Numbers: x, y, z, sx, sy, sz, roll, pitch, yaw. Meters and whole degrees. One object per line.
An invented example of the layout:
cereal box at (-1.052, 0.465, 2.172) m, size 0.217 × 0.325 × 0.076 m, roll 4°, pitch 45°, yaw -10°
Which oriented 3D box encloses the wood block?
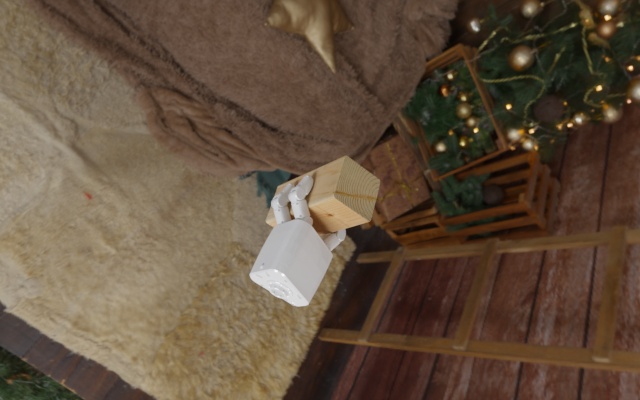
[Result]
wood block at (0.000, 0.003, 0.891) m, size 0.091 × 0.090 × 0.206 m, roll 34°, pitch -32°, yaw -28°
